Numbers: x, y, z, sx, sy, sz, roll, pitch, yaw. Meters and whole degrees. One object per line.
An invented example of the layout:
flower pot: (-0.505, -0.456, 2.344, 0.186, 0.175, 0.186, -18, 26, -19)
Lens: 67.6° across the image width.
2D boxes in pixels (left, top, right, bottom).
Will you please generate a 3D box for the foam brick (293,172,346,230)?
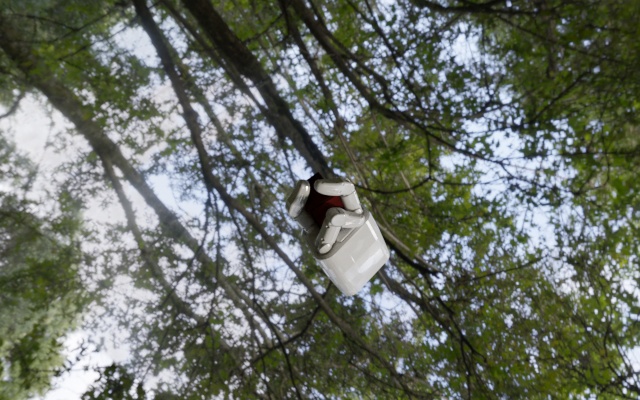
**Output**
foam brick: (0.000, 0.002, 0.757, 0.053, 0.051, 0.078, -34, 36, -2)
